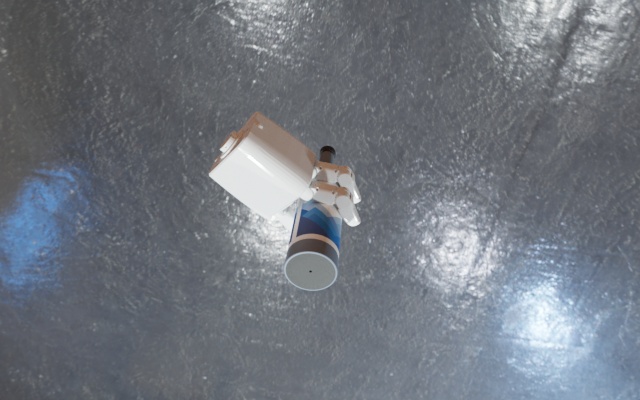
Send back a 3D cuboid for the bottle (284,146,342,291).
[{"bbox_3d":[0.000,0.003,0.703,0.069,0.069,0.295,0,35,6],"label":"bottle"}]
